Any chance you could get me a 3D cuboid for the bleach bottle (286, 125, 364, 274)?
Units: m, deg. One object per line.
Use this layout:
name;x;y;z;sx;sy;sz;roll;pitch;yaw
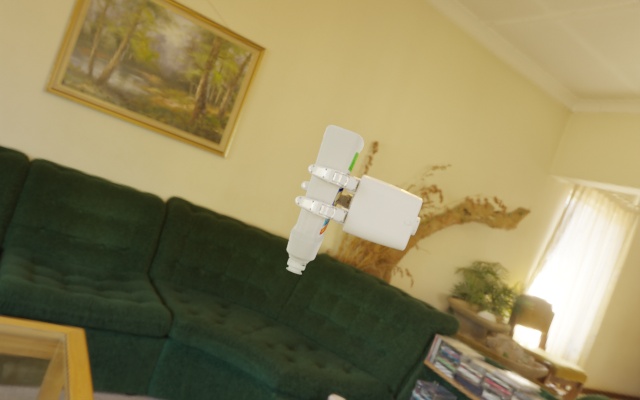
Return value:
bleach bottle;0.000;0.003;0.816;0.068;0.251;0.102;21;1;7
